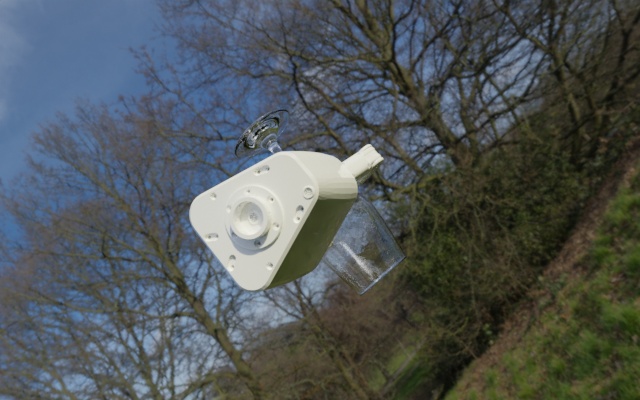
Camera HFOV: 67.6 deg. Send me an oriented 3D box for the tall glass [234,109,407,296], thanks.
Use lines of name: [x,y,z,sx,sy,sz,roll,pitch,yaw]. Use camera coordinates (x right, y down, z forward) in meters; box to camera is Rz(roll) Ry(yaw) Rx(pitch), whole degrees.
tall glass: [0.000,0.001,0.497,0.079,0.201,0.079,-39,-11,-9]
